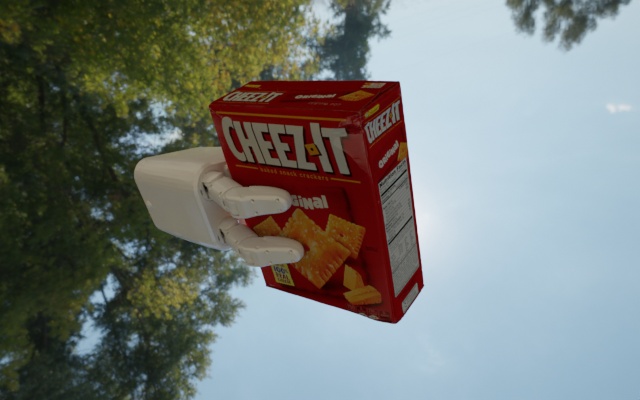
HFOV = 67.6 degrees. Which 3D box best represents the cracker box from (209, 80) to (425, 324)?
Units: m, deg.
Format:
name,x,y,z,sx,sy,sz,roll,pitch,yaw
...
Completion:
name,x,y,z,sx,sy,sz,roll,pitch,yaw
cracker box,0.000,0.002,0.449,0.164,0.214,0.072,10,37,34
